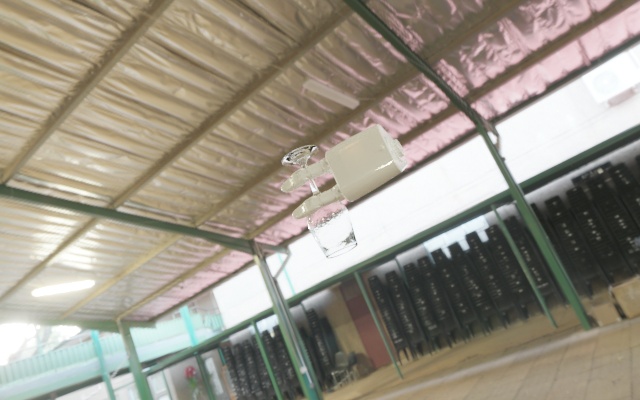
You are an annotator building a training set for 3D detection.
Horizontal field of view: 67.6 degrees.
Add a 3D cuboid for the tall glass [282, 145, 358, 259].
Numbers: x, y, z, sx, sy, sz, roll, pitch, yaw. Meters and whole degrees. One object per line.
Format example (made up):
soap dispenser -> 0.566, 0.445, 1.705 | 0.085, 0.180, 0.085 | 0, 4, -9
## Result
tall glass -> 0.000, 0.002, 0.873 | 0.079, 0.201, 0.079 | -22, -14, -6
